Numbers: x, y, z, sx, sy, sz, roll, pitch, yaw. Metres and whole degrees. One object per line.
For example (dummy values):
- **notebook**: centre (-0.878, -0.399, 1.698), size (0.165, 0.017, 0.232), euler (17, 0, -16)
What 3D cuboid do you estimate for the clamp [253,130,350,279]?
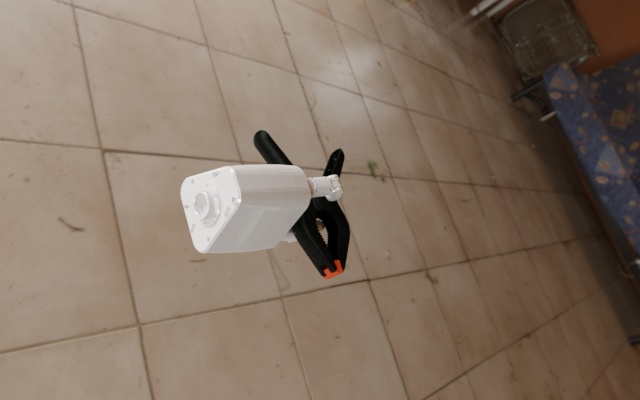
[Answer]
- **clamp**: centre (0.001, 0.002, 0.661), size (0.164, 0.210, 0.036), euler (-3, -22, -46)
